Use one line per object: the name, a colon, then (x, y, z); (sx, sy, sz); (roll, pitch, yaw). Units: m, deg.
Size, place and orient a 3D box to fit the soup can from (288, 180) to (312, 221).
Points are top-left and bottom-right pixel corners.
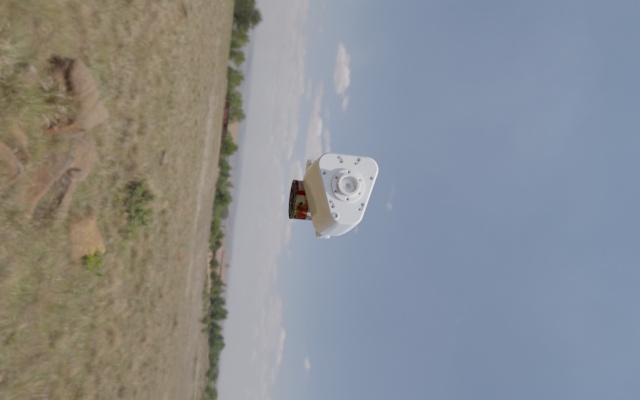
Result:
soup can: (0.000, 0.003, 0.819); (0.102, 0.068, 0.068); (6, -1, -11)
